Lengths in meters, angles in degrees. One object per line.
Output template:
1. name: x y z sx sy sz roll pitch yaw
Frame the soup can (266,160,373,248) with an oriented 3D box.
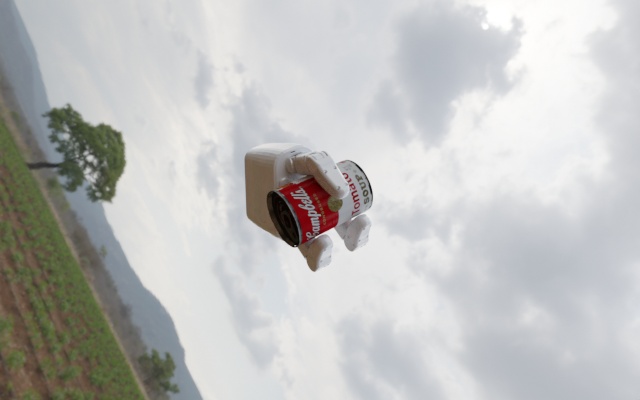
1. soup can: 0.001 0.002 0.539 0.102 0.068 0.068 -25 11 -26
